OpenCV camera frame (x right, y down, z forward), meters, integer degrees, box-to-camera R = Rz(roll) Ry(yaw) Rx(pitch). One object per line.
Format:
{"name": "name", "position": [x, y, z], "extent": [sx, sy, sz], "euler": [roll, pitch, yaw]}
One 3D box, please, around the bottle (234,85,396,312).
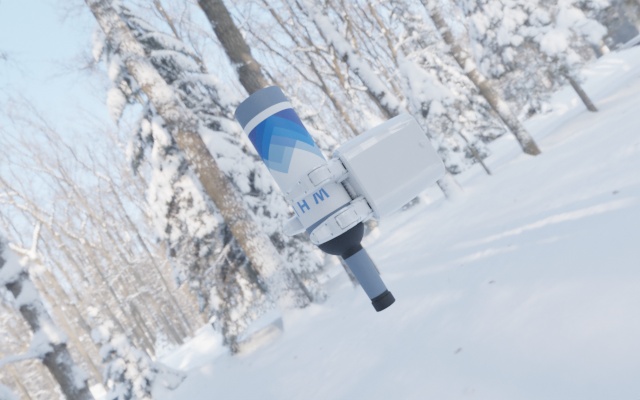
{"name": "bottle", "position": [0.000, 0.002, 0.579], "extent": [0.069, 0.295, 0.069], "euler": [-32, -4, -3]}
